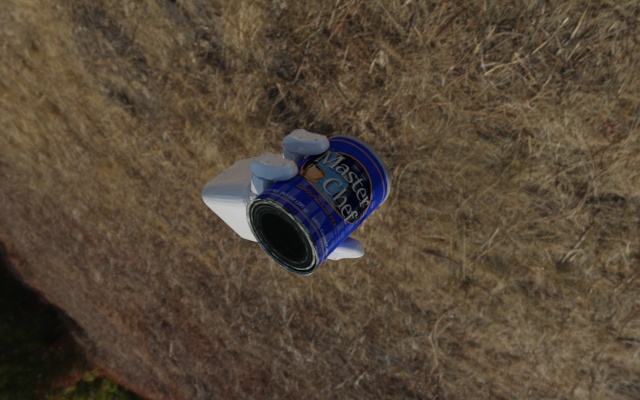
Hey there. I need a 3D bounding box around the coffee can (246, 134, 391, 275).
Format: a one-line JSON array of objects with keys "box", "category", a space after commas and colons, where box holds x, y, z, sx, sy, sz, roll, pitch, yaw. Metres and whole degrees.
[{"box": [0.000, 0.002, 0.548, 0.103, 0.103, 0.140, 0, 33, 48], "category": "coffee can"}]
